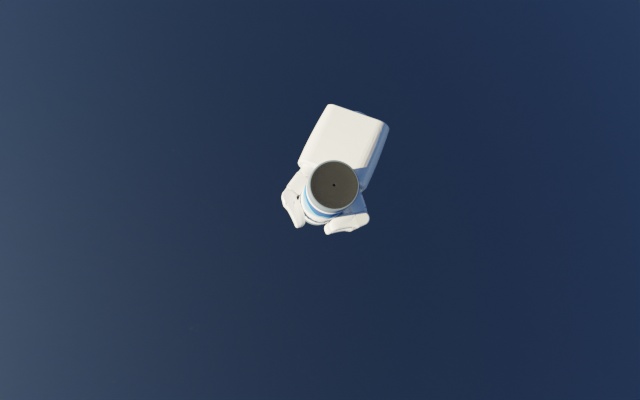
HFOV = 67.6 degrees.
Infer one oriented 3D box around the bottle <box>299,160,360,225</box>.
[{"bbox_3d":[0.000,0.003,0.754,0.069,0.069,0.296,0,-9,-7],"label":"bottle"}]
